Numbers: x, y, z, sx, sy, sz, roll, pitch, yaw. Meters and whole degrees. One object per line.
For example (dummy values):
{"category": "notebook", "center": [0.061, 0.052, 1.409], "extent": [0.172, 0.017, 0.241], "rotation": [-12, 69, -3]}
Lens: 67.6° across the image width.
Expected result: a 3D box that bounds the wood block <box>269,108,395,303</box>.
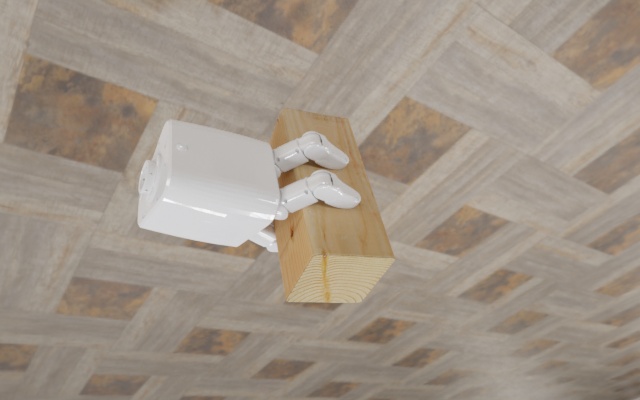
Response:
{"category": "wood block", "center": [0.000, 0.002, 0.539], "extent": [0.090, 0.206, 0.091], "rotation": [5, -41, -22]}
